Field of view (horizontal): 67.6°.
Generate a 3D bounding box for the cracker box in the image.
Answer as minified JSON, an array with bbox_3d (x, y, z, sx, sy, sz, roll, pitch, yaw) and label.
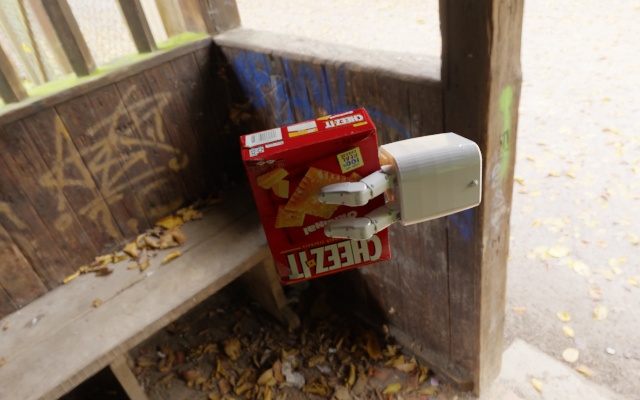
[{"bbox_3d":[0.000,0.002,0.636,0.164,0.214,0.072,-13,35,-2],"label":"cracker box"}]
